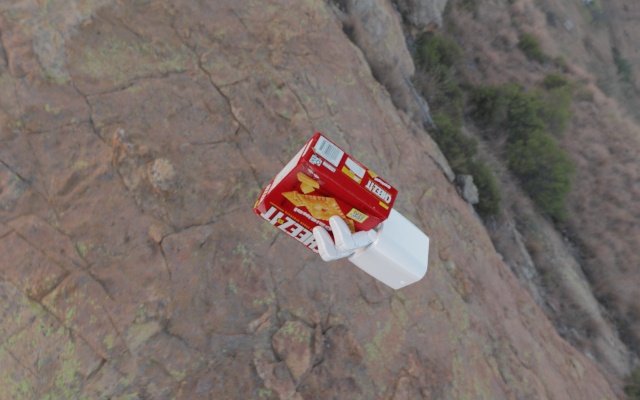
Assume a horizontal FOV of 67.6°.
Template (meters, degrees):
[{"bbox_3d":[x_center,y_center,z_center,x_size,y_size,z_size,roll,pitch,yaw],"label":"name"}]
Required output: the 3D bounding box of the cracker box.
[{"bbox_3d":[0.000,0.002,0.811,0.164,0.072,0.214,35,-36,-12],"label":"cracker box"}]
